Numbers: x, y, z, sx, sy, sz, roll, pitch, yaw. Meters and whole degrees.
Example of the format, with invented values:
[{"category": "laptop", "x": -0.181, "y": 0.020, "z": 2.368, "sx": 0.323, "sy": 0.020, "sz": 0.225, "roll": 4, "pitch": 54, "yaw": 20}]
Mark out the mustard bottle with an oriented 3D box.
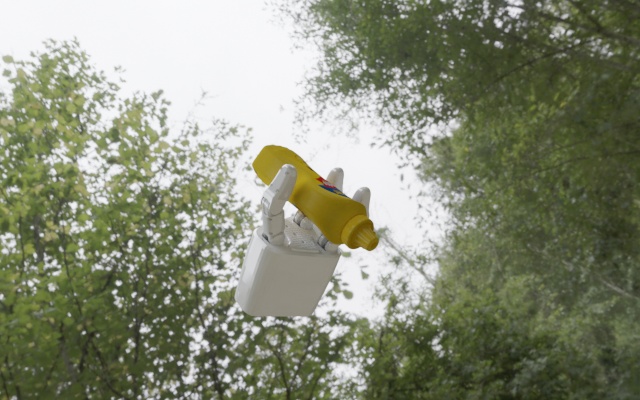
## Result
[{"category": "mustard bottle", "x": 0.000, "y": 0.001, "z": 0.585, "sx": 0.191, "sy": 0.058, "sz": 0.096, "roll": 40, "pitch": 5, "yaw": 38}]
